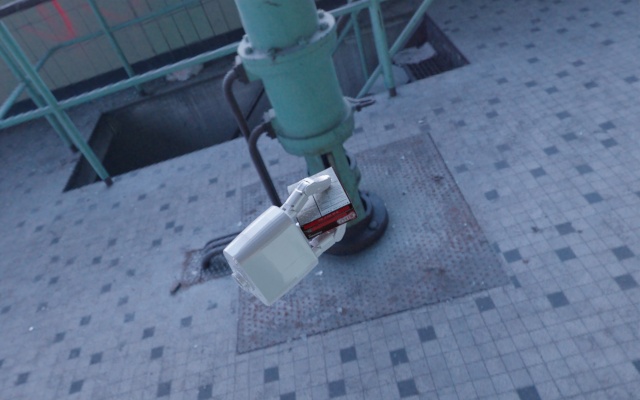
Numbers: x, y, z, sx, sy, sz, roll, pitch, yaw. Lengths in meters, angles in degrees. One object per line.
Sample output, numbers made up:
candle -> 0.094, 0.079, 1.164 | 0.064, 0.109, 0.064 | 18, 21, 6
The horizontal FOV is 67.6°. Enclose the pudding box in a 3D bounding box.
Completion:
pudding box -> 0.000, 0.002, 0.775 | 0.090, 0.039, 0.113 | -24, 41, 1
